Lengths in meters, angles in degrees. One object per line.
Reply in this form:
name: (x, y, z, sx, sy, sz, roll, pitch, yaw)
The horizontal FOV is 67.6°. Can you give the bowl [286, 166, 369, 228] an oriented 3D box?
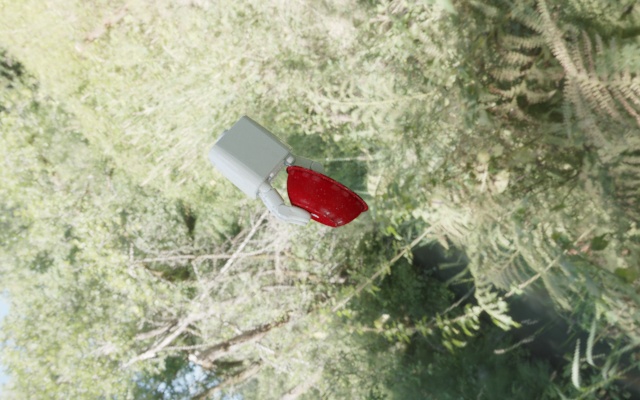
bowl: (0.001, 0.004, 0.834, 0.162, 0.055, 0.162, 25, -12, 6)
